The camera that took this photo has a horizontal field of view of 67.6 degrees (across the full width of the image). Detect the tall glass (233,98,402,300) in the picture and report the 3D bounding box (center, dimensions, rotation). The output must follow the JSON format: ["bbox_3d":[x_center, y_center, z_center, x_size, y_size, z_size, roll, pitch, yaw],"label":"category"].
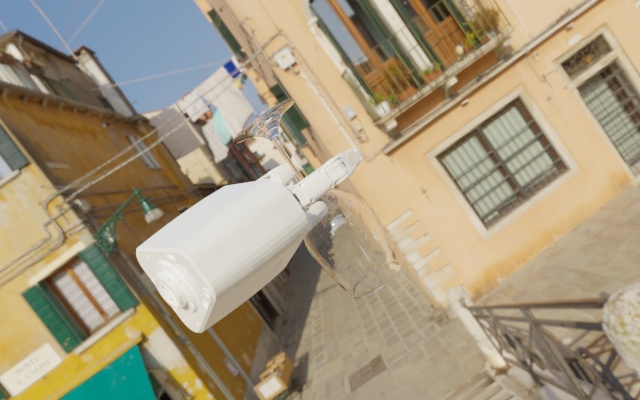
[{"bbox_3d":[0.000,0.001,0.482,0.079,0.201,0.079,-35,4,3],"label":"tall glass"}]
